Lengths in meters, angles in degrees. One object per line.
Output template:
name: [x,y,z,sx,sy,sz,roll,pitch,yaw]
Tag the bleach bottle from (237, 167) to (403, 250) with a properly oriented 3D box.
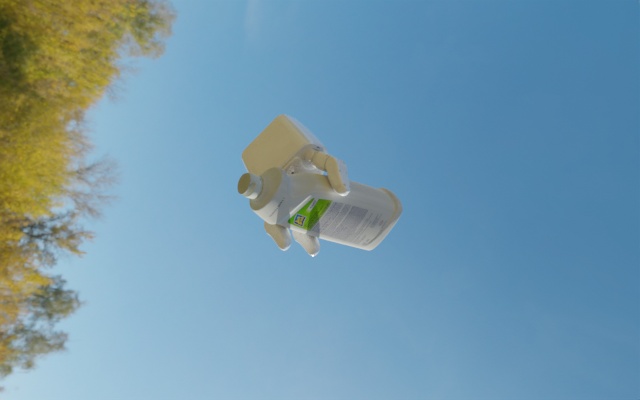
bleach bottle: [0.000,0.002,0.675,0.251,0.102,0.068,18,24,-40]
